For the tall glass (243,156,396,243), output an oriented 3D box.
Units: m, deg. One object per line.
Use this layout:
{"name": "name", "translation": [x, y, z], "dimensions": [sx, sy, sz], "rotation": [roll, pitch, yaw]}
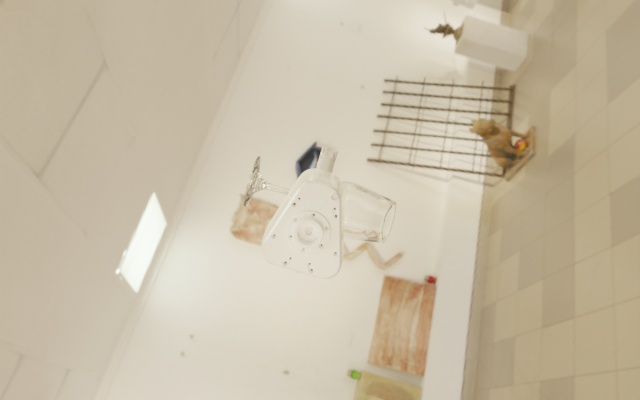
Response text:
{"name": "tall glass", "translation": [-0.001, 0.002, 0.663], "dimensions": [0.201, 0.079, 0.079], "rotation": [16, -1, -2]}
